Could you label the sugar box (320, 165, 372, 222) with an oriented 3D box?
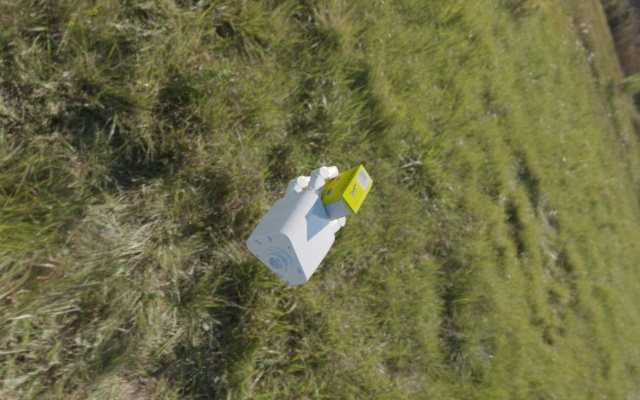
[{"bbox_3d":[0.000,0.002,0.838,0.176,0.048,0.093,-18,26,39],"label":"sugar box"}]
